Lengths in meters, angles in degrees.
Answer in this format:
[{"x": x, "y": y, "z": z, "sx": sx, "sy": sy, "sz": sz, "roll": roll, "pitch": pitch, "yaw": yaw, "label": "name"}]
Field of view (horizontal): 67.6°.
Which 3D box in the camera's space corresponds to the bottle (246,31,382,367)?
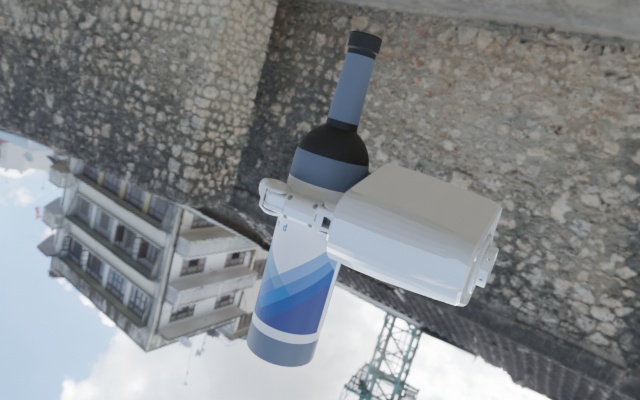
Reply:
[{"x": 0.000, "y": 0.002, "z": 0.427, "sx": 0.069, "sy": 0.296, "sz": 0.069, "roll": 15, "pitch": 12, "yaw": -3, "label": "bottle"}]
